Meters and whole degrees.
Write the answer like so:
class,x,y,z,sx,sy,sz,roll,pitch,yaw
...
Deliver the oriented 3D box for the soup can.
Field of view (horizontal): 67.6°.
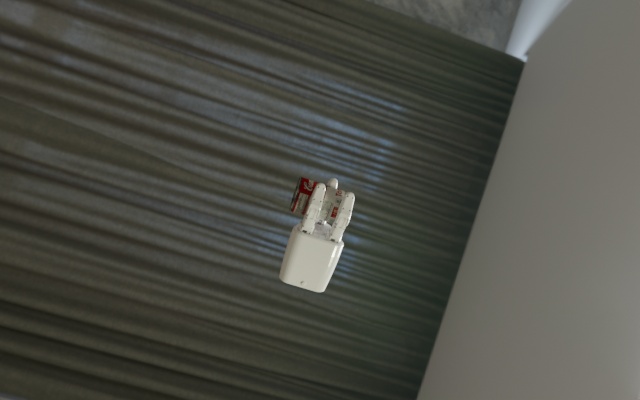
class,x,y,z,sx,sy,sz,roll,pitch,yaw
soup can,0.001,0.003,0.889,0.102,0.068,0.068,18,-2,-6
